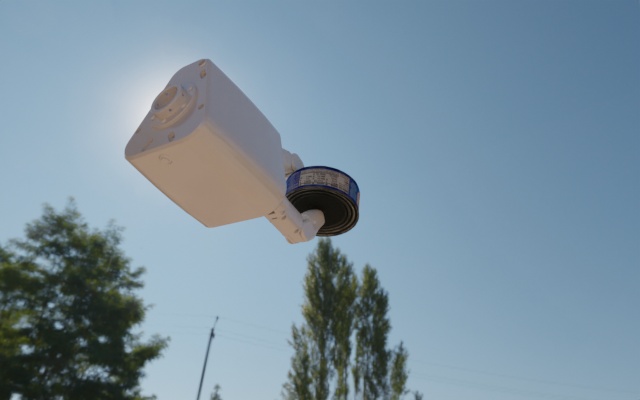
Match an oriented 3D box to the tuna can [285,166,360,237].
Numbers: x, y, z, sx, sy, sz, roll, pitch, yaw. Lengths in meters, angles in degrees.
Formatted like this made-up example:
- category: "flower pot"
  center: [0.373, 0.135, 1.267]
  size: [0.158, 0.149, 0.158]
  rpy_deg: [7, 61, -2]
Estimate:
- category: "tuna can"
  center: [0.000, 0.001, 0.518]
  size: [0.086, 0.033, 0.086]
  rpy_deg: [5, -38, 4]
